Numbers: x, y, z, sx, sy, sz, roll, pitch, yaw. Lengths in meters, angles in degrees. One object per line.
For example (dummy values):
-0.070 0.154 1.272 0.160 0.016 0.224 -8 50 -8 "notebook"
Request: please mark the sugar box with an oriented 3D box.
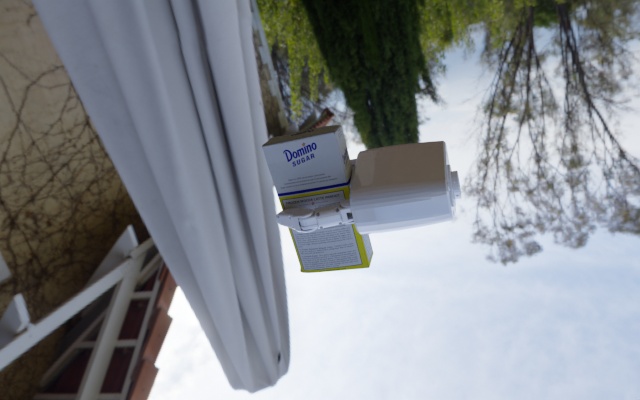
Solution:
0.000 0.002 0.584 0.093 0.176 0.048 -8 19 18 "sugar box"
